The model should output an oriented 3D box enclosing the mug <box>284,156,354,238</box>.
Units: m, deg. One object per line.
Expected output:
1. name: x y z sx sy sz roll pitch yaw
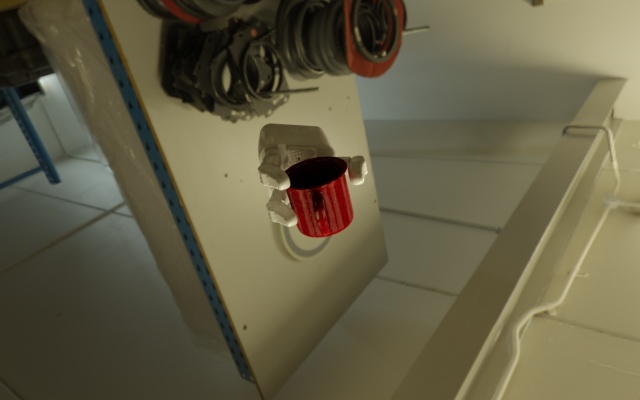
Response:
1. mug: 0.000 0.003 0.638 0.093 0.081 0.117 -14 28 1
